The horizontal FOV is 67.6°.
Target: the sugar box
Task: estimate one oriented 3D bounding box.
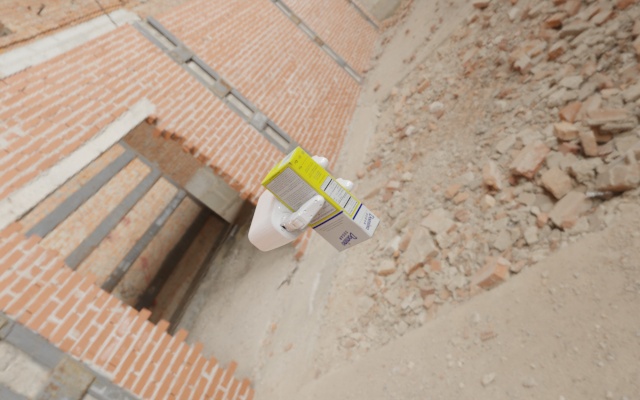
[{"bbox_3d":[0.000,0.002,0.757,0.176,0.048,0.093,40,-36,-14],"label":"sugar box"}]
